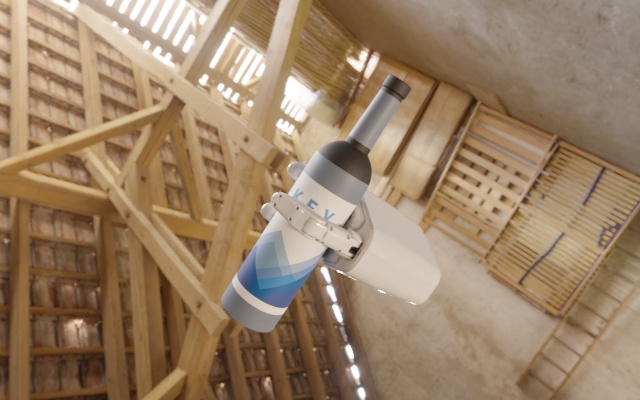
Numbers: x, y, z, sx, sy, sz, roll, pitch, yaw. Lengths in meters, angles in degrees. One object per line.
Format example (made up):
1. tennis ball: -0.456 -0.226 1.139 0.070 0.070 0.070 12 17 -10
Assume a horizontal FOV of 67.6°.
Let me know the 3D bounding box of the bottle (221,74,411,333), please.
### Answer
1. bottle: 0.000 0.002 0.502 0.069 0.296 0.069 33 9 -6
